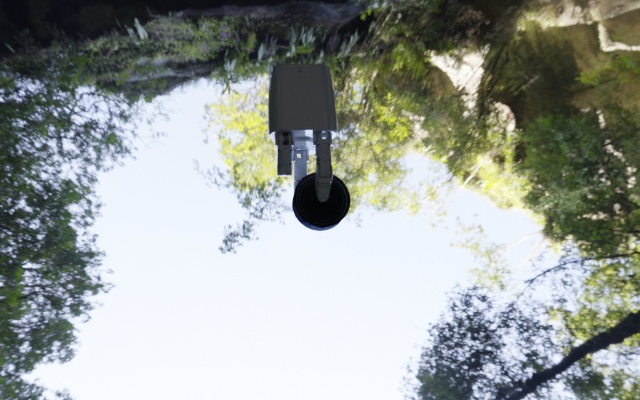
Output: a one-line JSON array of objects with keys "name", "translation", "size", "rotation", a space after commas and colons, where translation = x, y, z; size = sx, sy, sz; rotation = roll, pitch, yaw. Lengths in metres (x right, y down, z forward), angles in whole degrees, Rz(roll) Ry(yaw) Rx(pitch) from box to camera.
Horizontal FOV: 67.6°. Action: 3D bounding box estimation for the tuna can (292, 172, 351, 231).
[{"name": "tuna can", "translation": [0.000, 0.003, 0.716], "size": [0.086, 0.086, 0.034], "rotation": [0, -17, -9]}]
